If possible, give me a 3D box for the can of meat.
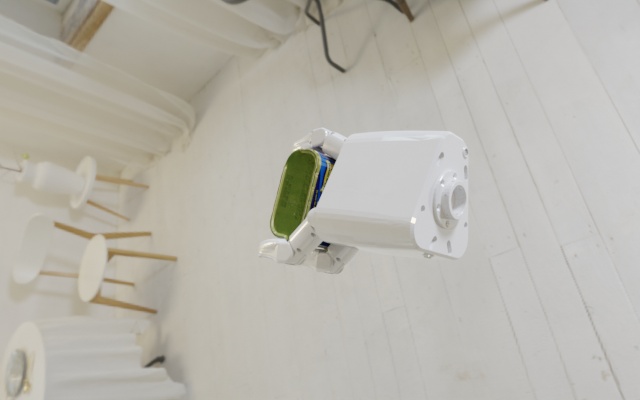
[{"bbox_3d":[0.000,0.002,0.515,0.057,0.102,0.084,9,-6,45],"label":"can of meat"}]
